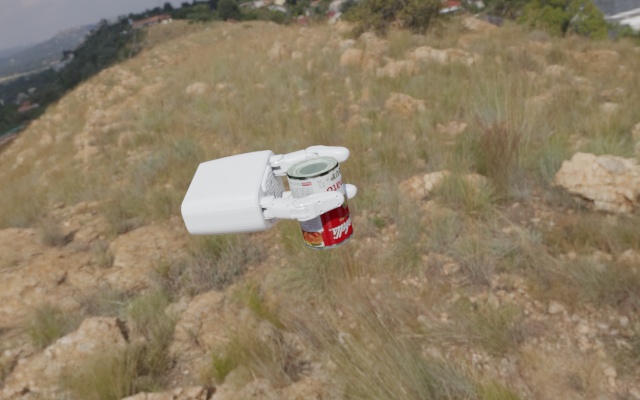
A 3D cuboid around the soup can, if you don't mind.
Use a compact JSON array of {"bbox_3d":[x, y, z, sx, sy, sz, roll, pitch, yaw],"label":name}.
[{"bbox_3d":[0.000,0.002,0.613,0.068,0.102,0.068,-11,24,5],"label":"soup can"}]
